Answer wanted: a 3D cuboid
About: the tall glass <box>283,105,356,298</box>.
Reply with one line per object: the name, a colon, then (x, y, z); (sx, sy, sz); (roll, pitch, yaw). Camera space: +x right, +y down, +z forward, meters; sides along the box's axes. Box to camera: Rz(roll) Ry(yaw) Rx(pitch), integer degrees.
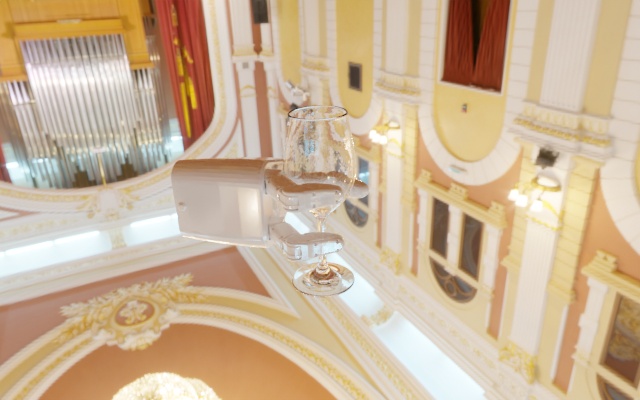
tall glass: (0.000, 0.002, 0.523); (0.079, 0.201, 0.079); (-1, 24, 1)
